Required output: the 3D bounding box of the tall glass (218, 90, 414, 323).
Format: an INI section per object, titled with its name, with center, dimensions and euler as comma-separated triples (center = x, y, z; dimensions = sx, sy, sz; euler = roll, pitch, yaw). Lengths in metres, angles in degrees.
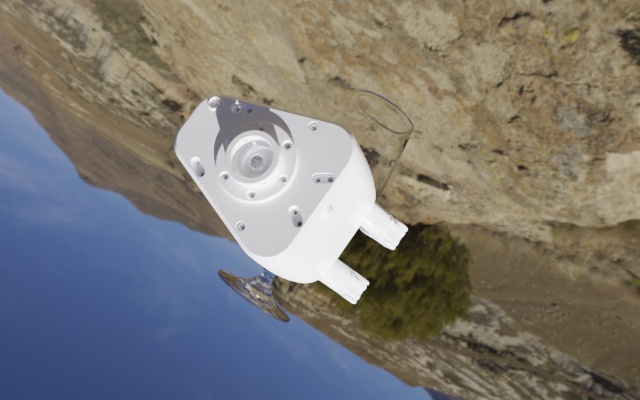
[tall glass]
center = 0.000, 0.002, 0.417
dimensions = 0.079, 0.201, 0.079
euler = 35, -6, 4
